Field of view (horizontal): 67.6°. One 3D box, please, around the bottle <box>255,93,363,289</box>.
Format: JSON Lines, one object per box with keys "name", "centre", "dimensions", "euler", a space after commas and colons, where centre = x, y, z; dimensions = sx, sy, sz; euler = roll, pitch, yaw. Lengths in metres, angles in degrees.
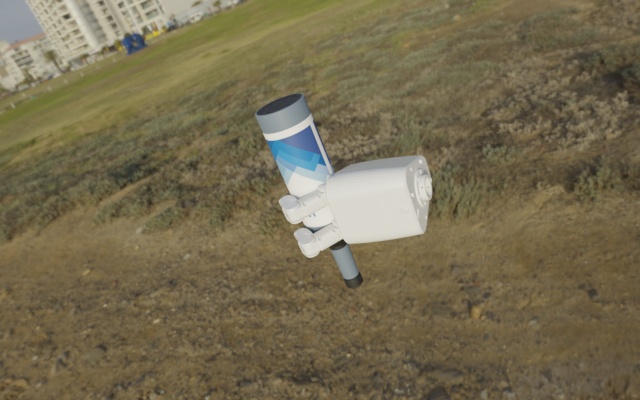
{"name": "bottle", "centre": [0.000, 0.002, 0.661], "dimensions": [0.069, 0.296, 0.069], "euler": [-19, 26, 9]}
